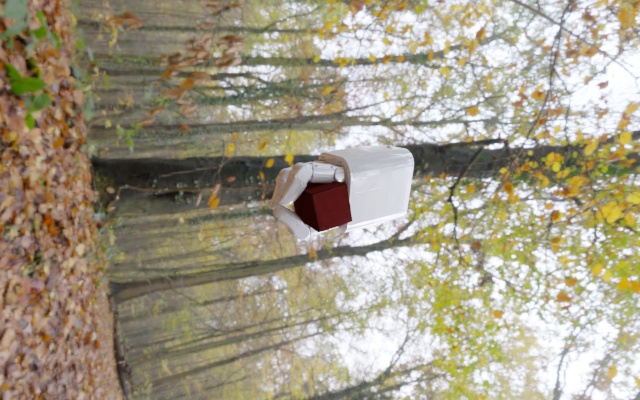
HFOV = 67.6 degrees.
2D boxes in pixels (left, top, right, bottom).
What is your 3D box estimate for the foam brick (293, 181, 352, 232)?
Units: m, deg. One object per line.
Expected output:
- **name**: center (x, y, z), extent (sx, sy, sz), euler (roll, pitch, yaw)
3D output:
- **foam brick**: center (0.000, 0.002, 0.631), extent (0.051, 0.053, 0.078), euler (-16, 18, -21)
